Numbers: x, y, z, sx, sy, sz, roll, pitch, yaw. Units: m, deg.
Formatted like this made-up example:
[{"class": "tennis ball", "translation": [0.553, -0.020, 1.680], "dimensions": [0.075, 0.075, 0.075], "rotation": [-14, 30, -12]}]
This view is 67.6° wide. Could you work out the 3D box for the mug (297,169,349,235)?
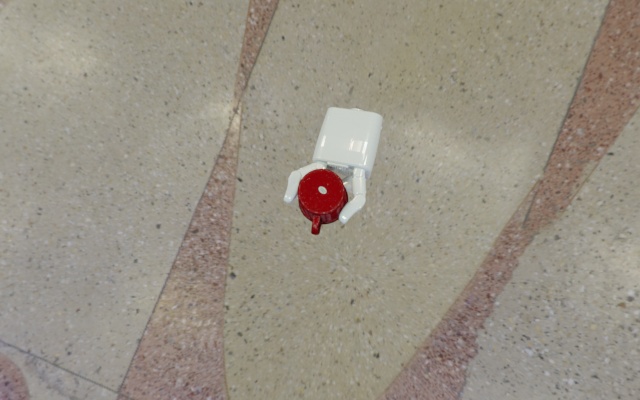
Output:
[{"class": "mug", "translation": [0.000, 0.004, 0.841], "dimensions": [0.093, 0.117, 0.081], "rotation": [13, -9, 6]}]
